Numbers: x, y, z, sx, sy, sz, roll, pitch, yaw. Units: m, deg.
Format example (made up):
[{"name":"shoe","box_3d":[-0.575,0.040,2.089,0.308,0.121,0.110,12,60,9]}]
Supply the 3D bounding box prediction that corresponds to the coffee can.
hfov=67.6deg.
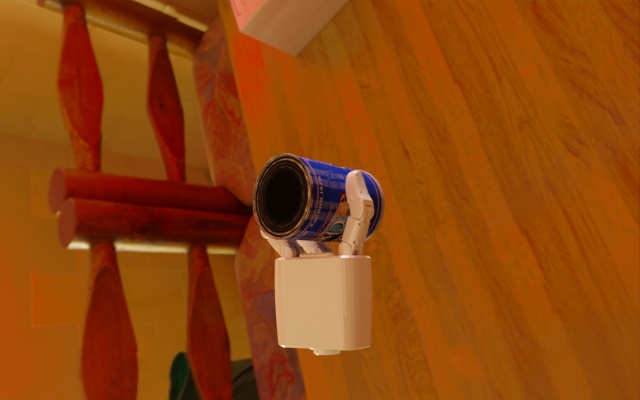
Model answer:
[{"name":"coffee can","box_3d":[0.000,0.002,0.610,0.103,0.103,0.140,0,-6,43]}]
